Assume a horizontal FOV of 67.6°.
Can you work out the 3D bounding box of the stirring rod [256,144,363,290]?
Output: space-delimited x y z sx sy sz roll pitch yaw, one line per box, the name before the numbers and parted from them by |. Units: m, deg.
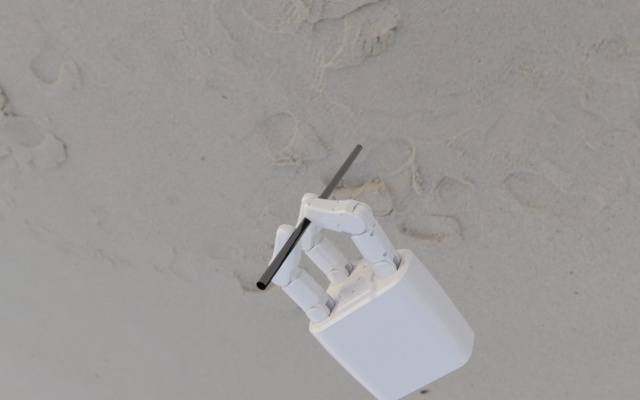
stirring rod | 0.000 0.001 0.443 0.011 0.011 0.239 0 30 25
